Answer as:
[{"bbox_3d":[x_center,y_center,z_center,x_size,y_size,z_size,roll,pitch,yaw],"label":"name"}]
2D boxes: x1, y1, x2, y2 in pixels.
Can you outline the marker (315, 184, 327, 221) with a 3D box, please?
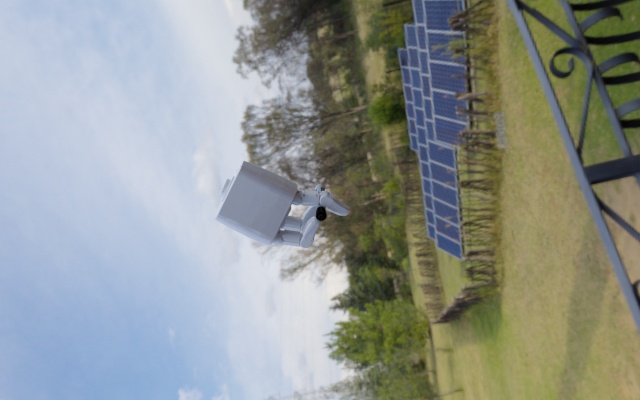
[{"bbox_3d":[0.000,0.003,0.850,0.020,0.020,0.121,0,25,-1],"label":"marker"}]
